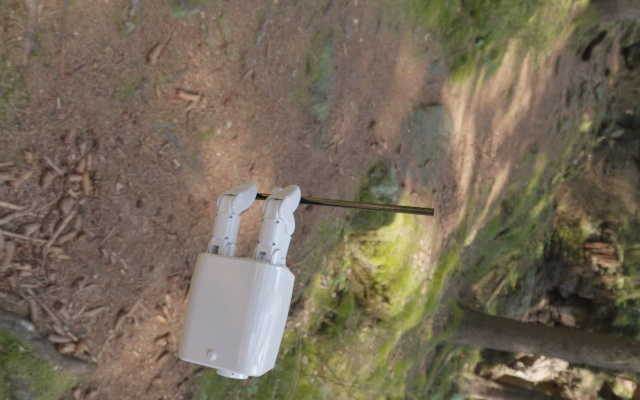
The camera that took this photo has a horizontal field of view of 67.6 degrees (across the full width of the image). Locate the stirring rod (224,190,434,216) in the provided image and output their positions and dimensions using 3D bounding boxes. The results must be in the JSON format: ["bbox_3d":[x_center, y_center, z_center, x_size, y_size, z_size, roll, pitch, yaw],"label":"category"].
[{"bbox_3d":[0.000,0.002,0.516,0.239,0.011,0.011,5,2,21],"label":"stirring rod"}]
